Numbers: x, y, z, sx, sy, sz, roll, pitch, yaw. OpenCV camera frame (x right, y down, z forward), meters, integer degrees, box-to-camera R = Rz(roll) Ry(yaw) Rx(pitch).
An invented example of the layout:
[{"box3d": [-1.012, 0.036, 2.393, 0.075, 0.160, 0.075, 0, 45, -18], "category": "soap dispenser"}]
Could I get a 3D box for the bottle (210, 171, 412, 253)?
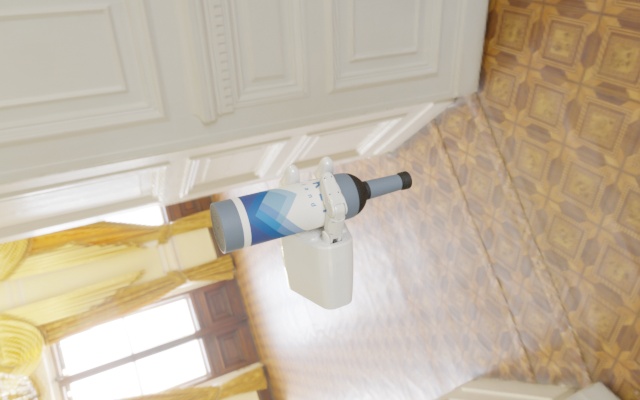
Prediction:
[{"box3d": [0.000, 0.002, 0.665, 0.295, 0.069, 0.069, -14, 6, -23], "category": "bottle"}]
